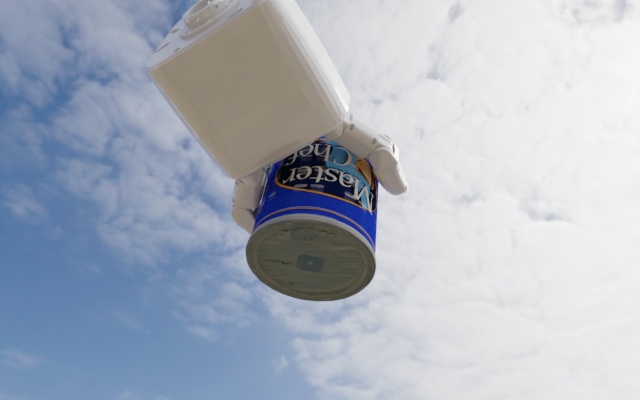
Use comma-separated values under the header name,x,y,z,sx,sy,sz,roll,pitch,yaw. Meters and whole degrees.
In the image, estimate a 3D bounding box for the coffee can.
name,x,y,z,sx,sy,sz,roll,pitch,yaw
coffee can,0.000,0.002,0.420,0.103,0.103,0.140,5,45,5
